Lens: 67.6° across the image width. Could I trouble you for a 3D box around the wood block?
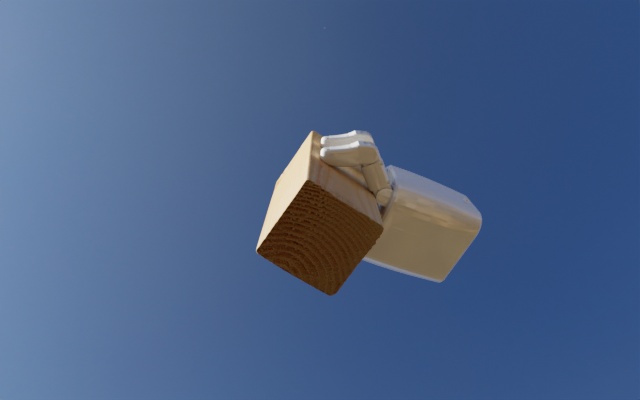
[{"bbox_3d":[0.000,0.002,0.537,0.090,0.091,0.206,32,17,-10],"label":"wood block"}]
